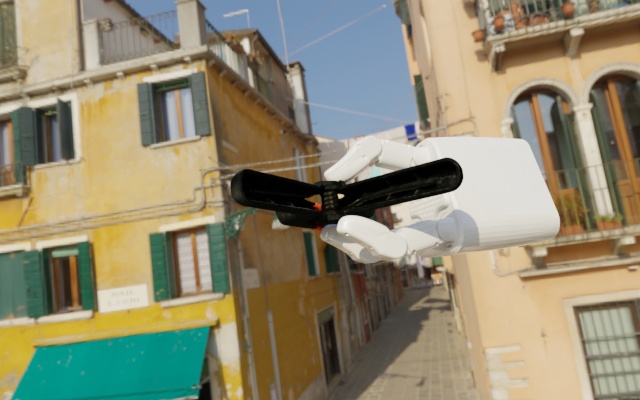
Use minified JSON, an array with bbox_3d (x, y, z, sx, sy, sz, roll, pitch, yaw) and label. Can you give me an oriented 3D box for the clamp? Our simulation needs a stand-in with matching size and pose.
[{"bbox_3d":[0.000,0.001,0.415,0.164,0.036,0.210,-2,-10,-15],"label":"clamp"}]
